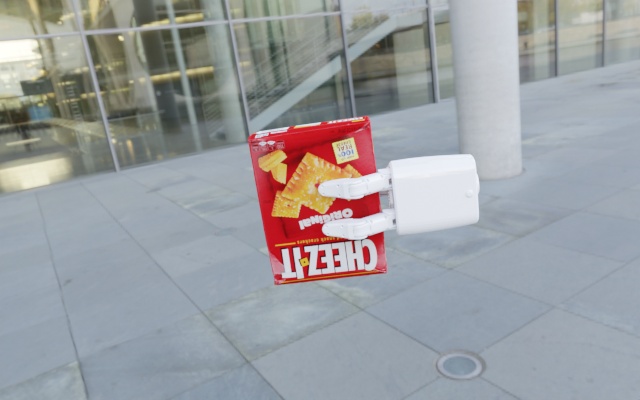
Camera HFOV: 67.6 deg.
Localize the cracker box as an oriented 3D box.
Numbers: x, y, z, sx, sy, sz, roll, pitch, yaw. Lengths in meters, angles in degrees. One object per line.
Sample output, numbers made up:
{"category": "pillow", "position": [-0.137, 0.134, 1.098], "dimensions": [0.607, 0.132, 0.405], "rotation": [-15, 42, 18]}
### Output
{"category": "cracker box", "position": [0.000, 0.002, 0.663], "dimensions": [0.164, 0.214, 0.072], "rotation": [-7, 15, 5]}
